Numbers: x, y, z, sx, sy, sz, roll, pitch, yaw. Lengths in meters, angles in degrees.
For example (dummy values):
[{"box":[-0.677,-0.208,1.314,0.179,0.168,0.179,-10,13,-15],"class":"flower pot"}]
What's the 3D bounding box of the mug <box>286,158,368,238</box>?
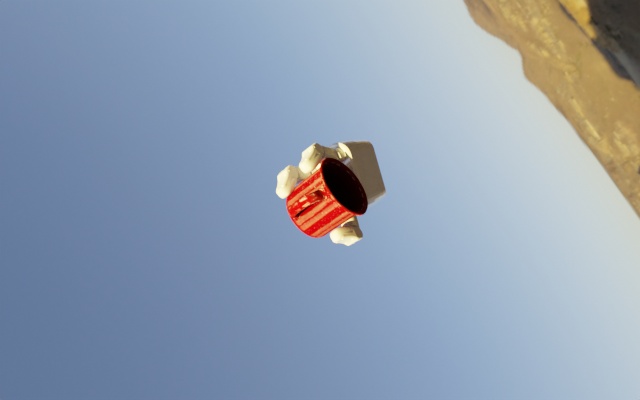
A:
[{"box":[-0.001,0.003,0.663,0.081,0.093,0.117,-36,-10,31],"class":"mug"}]
